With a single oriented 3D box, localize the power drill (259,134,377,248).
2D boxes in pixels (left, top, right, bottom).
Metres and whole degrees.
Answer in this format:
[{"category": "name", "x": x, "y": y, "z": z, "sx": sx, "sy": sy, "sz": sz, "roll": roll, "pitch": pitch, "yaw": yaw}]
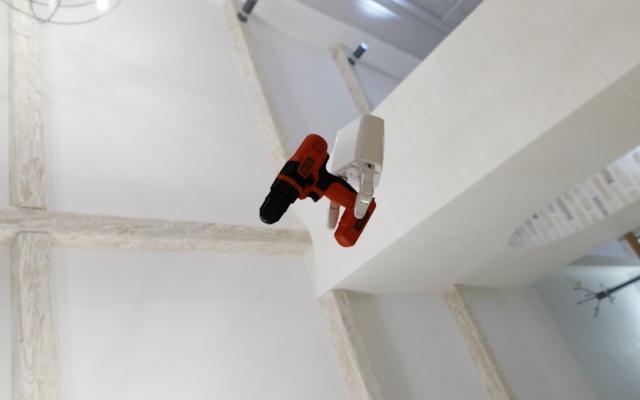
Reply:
[{"category": "power drill", "x": 0.001, "y": 0.003, "z": 0.849, "sx": 0.188, "sy": 0.184, "sz": 0.057, "roll": 41, "pitch": -18, "yaw": -25}]
